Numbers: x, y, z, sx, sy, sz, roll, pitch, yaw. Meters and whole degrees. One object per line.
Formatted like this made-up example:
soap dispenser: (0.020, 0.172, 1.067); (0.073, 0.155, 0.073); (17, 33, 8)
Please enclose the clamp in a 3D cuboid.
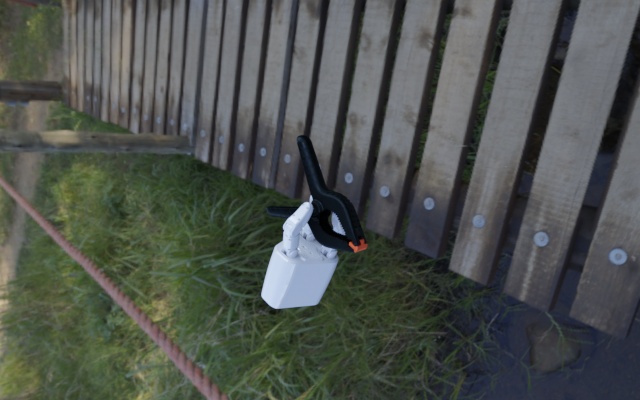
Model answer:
clamp: (0.000, 0.003, 0.780); (0.210, 0.165, 0.036); (37, 31, 32)
